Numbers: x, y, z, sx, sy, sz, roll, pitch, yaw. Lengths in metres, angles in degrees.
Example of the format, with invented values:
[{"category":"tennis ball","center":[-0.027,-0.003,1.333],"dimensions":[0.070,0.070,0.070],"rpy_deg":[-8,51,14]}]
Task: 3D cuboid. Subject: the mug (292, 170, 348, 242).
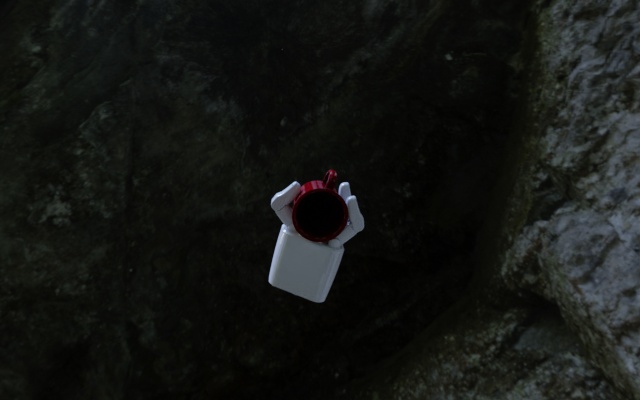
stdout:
[{"category":"mug","center":[0.000,0.001,0.810],"dimensions":[0.093,0.117,0.081],"rpy_deg":[16,14,-9]}]
